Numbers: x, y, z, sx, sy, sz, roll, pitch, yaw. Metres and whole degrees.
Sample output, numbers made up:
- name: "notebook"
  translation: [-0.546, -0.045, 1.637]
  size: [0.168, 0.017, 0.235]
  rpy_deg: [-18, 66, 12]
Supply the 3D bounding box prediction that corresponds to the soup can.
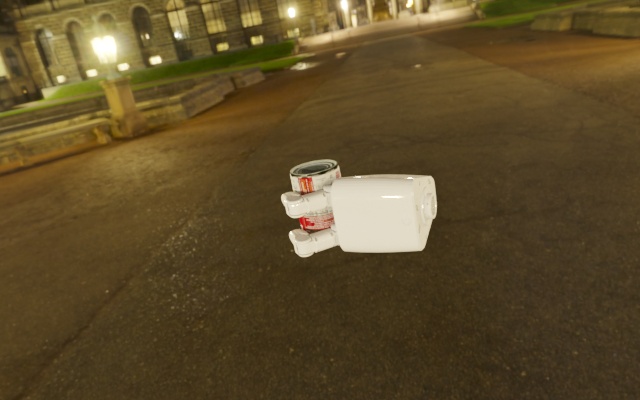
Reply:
- name: "soup can"
  translation: [0.000, 0.002, 0.653]
  size: [0.068, 0.102, 0.068]
  rpy_deg: [-10, 19, 3]
